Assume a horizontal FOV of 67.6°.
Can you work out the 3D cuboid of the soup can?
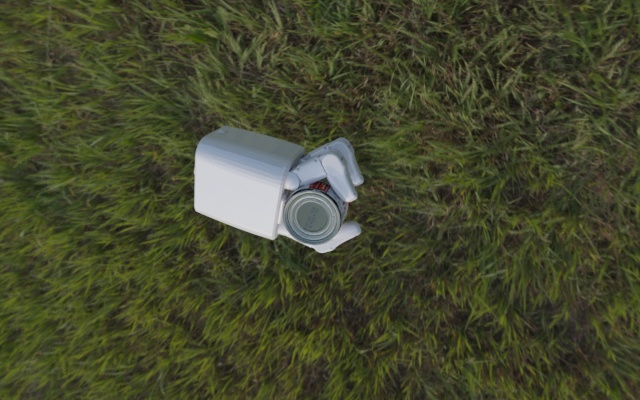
[{"bbox_3d":[0.000,0.002,0.562,0.068,0.068,0.102,0,20,12],"label":"soup can"}]
